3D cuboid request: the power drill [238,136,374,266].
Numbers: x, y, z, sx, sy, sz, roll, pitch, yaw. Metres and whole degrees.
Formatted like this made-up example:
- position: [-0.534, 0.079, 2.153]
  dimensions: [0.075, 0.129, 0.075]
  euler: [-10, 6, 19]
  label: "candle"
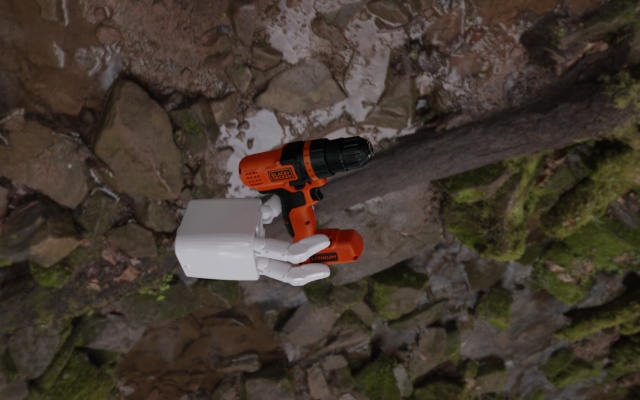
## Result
- position: [0.000, 0.003, 0.657]
  dimensions: [0.184, 0.188, 0.057]
  euler: [-7, 33, 22]
  label: "power drill"
